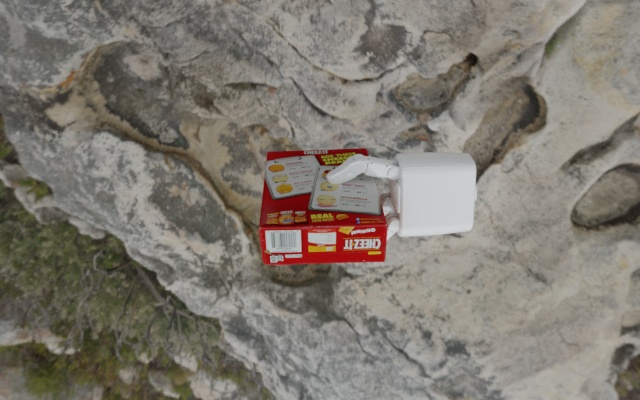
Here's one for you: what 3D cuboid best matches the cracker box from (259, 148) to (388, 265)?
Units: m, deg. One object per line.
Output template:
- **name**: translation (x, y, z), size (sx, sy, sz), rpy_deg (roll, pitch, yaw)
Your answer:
- **cracker box**: translation (0.000, 0.002, 0.697), size (0.164, 0.072, 0.213), rpy_deg (-2, 32, -2)
